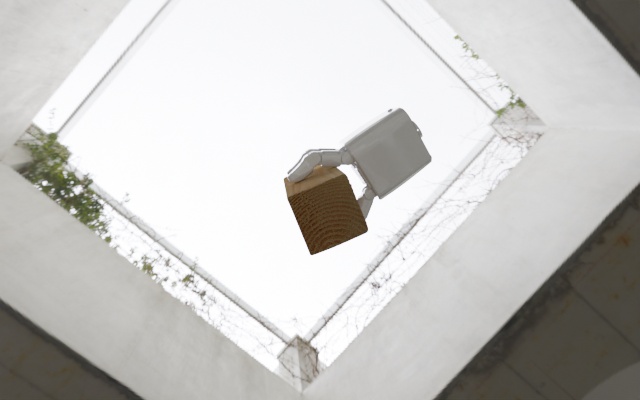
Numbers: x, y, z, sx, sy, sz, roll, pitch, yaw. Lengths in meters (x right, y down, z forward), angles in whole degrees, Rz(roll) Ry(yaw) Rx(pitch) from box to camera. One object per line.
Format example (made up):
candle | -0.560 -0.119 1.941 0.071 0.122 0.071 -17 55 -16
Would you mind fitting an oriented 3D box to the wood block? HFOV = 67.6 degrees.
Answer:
wood block | 0.001 0.003 0.744 0.090 0.091 0.206 -23 11 -1
